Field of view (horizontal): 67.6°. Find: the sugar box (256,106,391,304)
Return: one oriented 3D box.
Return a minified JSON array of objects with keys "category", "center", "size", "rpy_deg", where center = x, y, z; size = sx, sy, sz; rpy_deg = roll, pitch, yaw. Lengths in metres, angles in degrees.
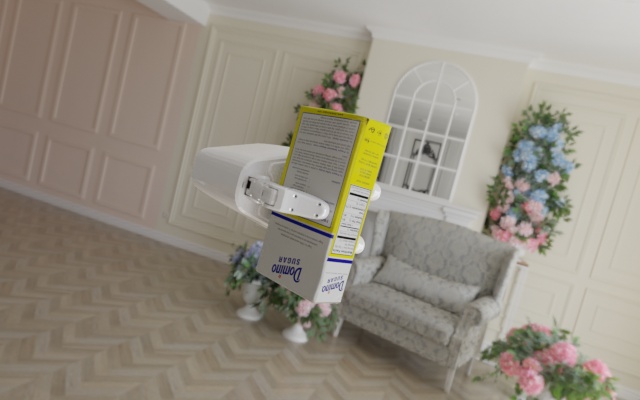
[{"category":"sugar box","center":[0.000,0.001,0.468],"size":[0.048,0.176,0.093],"rpy_deg":[10,7,-45]}]
